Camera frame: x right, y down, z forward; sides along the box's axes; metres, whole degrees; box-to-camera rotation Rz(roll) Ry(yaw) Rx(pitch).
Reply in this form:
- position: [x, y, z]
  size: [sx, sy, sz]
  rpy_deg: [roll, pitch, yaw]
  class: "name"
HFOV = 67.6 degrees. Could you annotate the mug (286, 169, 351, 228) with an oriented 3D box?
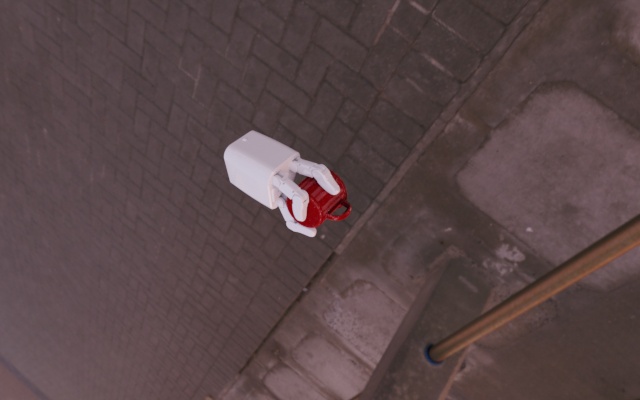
- position: [0.001, 0.004, 0.883]
  size: [0.117, 0.093, 0.081]
  rpy_deg: [28, 46, 19]
  class: "mug"
